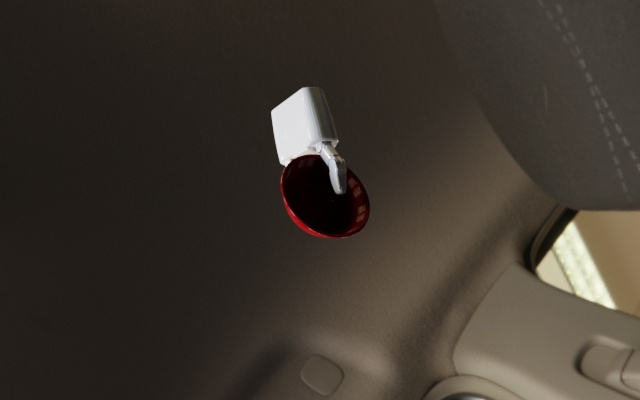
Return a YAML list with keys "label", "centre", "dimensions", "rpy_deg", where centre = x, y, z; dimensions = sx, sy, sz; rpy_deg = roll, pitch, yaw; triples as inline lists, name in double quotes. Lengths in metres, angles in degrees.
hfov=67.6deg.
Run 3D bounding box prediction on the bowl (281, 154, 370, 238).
- label: "bowl"
  centre: [0.000, 0.004, 0.797]
  dimensions: [0.162, 0.162, 0.055]
  rpy_deg: [0, -32, -30]
